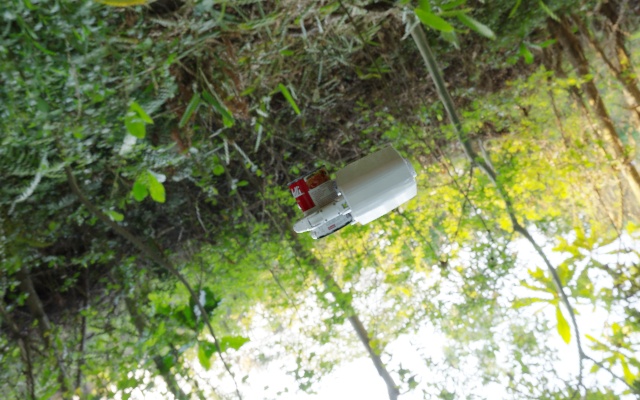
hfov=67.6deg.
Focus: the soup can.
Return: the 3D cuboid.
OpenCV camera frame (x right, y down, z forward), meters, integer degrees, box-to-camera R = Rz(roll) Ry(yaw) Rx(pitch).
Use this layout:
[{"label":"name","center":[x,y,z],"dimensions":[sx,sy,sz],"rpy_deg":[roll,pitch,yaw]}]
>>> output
[{"label":"soup can","center":[0.000,0.003,0.769],"dimensions":[0.068,0.102,0.068],"rpy_deg":[-28,2,1]}]
